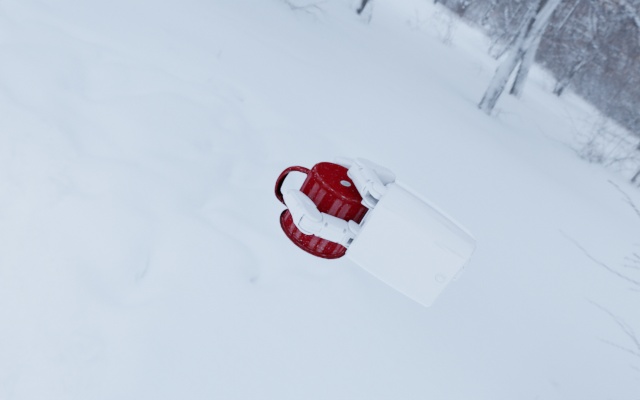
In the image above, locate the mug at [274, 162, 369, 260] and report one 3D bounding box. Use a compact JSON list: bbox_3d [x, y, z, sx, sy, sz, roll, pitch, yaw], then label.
[{"bbox_3d":[-0.001,0.001,0.563,0.117,0.081,0.093,34,27,6],"label":"mug"}]
